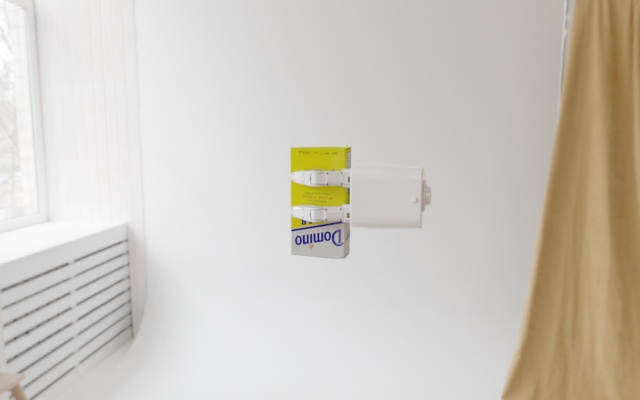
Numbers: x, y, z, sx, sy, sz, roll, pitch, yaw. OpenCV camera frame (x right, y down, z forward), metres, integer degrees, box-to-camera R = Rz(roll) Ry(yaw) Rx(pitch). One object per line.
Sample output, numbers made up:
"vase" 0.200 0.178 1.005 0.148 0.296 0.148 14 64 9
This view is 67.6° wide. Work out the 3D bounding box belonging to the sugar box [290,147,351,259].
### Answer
"sugar box" 0.000 0.002 0.764 0.093 0.176 0.048 2 8 16
